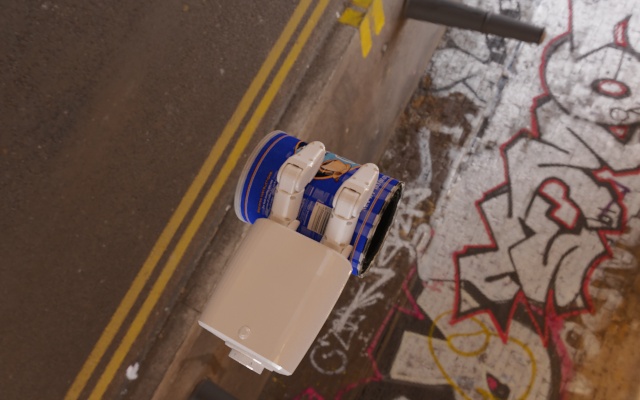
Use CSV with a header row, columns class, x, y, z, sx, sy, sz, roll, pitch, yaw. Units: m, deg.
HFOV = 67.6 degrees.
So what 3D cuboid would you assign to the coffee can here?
class,x,y,z,sx,sy,sz,roll,pitch,yaw
coffee can,0.000,0.001,0.483,0.140,0.103,0.103,24,7,16
